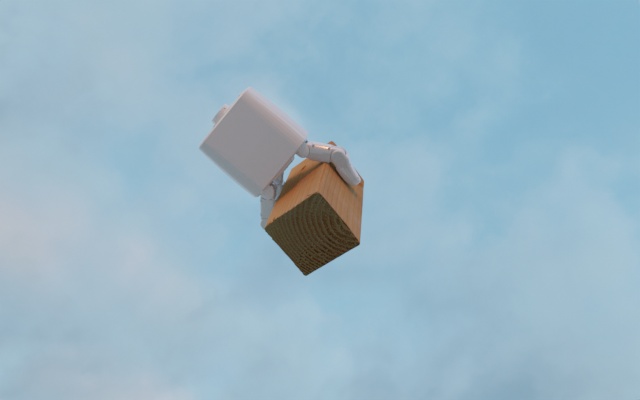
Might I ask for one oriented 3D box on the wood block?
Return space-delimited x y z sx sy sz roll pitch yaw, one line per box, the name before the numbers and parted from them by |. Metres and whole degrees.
wood block | 0.000 0.002 0.684 0.091 0.090 0.206 -33 17 20
